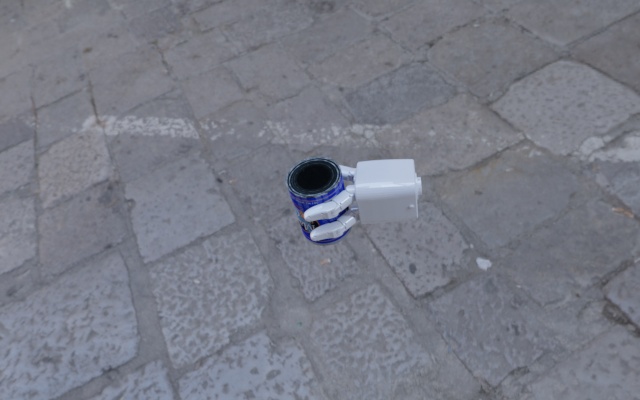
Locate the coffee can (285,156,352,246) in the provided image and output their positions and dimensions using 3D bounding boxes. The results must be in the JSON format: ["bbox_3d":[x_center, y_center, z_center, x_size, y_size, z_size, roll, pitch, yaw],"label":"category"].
[{"bbox_3d":[0.000,0.003,0.899,0.103,0.102,0.140,0,-42,15],"label":"coffee can"}]
